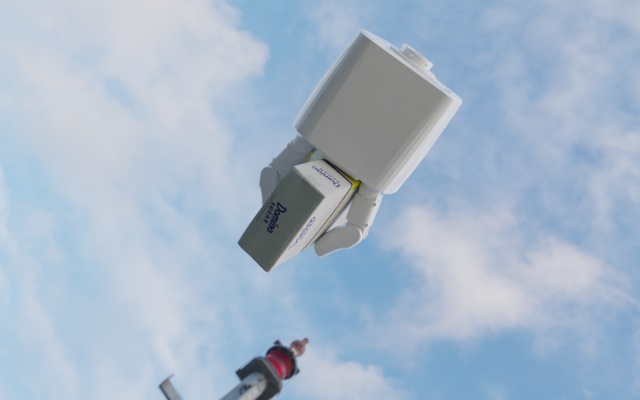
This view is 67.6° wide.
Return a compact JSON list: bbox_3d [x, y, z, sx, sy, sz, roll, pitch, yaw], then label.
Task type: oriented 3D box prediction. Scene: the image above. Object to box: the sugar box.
[{"bbox_3d":[0.000,0.001,0.473,0.048,0.093,0.176,43,24,14],"label":"sugar box"}]
